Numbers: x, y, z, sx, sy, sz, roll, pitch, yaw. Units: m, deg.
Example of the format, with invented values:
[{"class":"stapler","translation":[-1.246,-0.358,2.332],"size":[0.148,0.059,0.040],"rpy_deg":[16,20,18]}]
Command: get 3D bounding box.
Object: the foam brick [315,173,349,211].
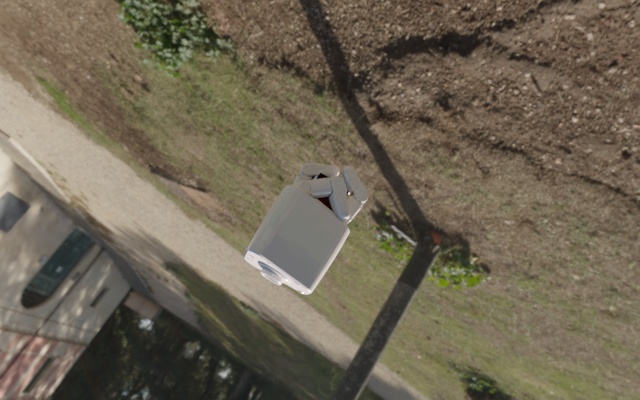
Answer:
[{"class":"foam brick","translation":[0.000,0.002,0.721],"size":[0.053,0.051,0.078],"rpy_deg":[32,-20,-3]}]
